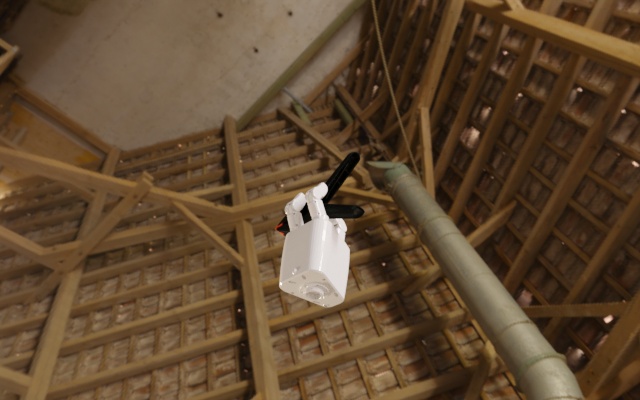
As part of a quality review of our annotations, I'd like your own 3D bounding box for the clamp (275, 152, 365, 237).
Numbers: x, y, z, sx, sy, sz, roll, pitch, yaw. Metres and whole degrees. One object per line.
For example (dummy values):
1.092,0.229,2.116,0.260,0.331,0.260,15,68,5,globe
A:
0.000,0.004,0.894,0.210,0.164,0.036,-29,-55,33,clamp
